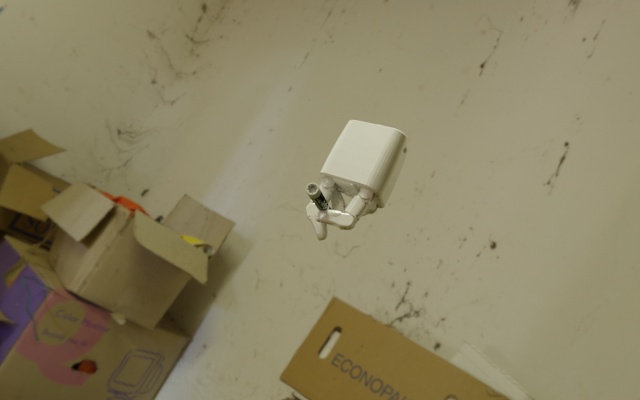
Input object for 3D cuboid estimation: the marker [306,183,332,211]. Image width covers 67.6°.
[{"bbox_3d":[0.000,0.002,0.709,0.020,0.020,0.121,0,-18,12],"label":"marker"}]
